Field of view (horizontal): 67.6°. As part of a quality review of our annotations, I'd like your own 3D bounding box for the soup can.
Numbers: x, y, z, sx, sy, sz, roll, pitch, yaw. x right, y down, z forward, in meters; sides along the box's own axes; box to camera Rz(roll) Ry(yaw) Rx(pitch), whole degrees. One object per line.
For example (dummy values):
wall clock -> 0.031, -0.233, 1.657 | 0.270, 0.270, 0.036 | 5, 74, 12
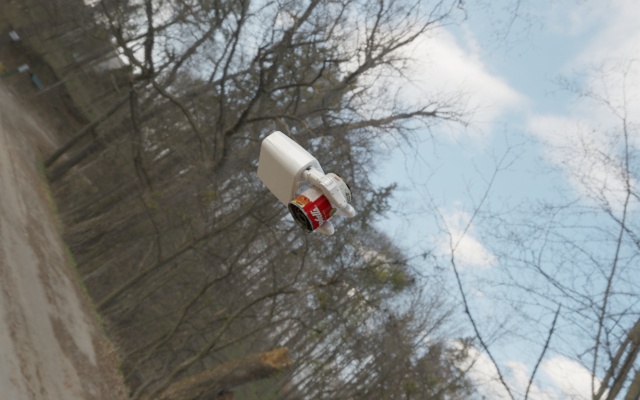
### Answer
soup can -> 0.001, 0.003, 0.875 | 0.102, 0.068, 0.068 | -38, 16, -22
